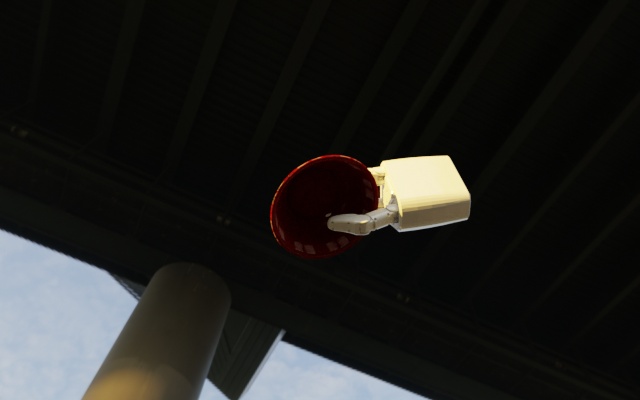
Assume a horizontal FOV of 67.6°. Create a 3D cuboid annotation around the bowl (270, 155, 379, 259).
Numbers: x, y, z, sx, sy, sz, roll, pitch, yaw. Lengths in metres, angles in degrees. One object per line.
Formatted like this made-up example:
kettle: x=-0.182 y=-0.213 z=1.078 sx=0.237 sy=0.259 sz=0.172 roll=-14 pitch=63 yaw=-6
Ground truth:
bowl: x=-0.001 y=0.002 z=0.685 sx=0.162 sy=0.162 sz=0.055 roll=0 pitch=26 yaw=-23
